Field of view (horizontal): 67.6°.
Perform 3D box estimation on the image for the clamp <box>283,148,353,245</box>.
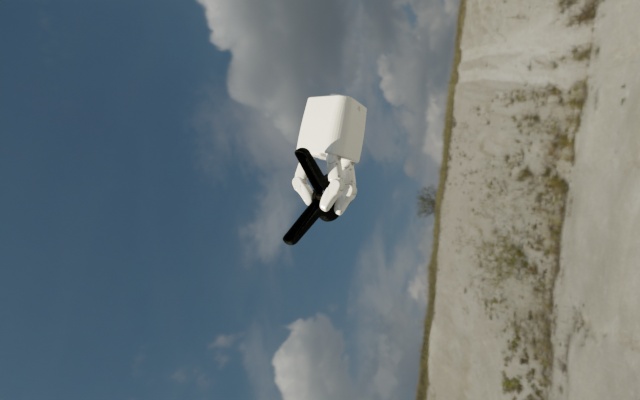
[{"bbox_3d":[0.000,0.003,0.873,0.036,0.164,0.210,13,0,30],"label":"clamp"}]
